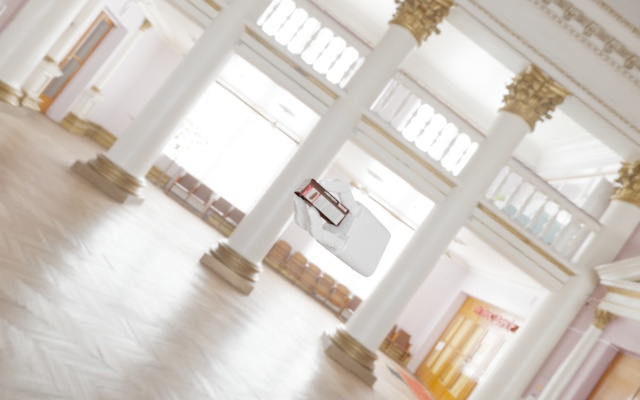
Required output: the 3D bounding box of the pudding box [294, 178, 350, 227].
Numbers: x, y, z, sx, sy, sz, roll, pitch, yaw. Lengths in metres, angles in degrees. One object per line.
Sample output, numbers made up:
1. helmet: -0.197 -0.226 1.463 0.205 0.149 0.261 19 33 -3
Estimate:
1. pudding box: 0.000 0.003 0.853 0.090 0.039 0.113 41 -7 -7
